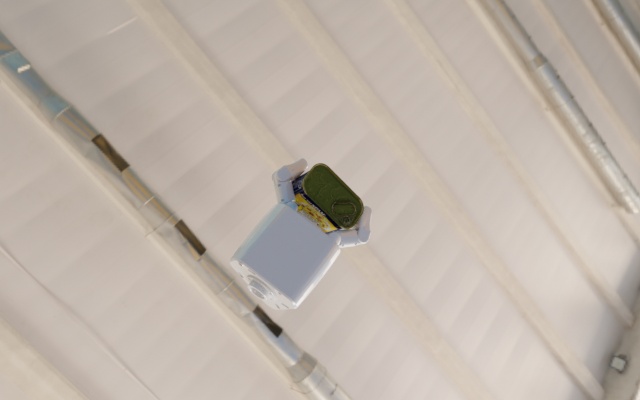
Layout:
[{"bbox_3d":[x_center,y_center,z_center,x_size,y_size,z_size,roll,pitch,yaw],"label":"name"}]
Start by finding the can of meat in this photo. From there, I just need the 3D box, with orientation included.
[{"bbox_3d":[0.000,0.002,0.712,0.102,0.057,0.084,44,-29,-13],"label":"can of meat"}]
